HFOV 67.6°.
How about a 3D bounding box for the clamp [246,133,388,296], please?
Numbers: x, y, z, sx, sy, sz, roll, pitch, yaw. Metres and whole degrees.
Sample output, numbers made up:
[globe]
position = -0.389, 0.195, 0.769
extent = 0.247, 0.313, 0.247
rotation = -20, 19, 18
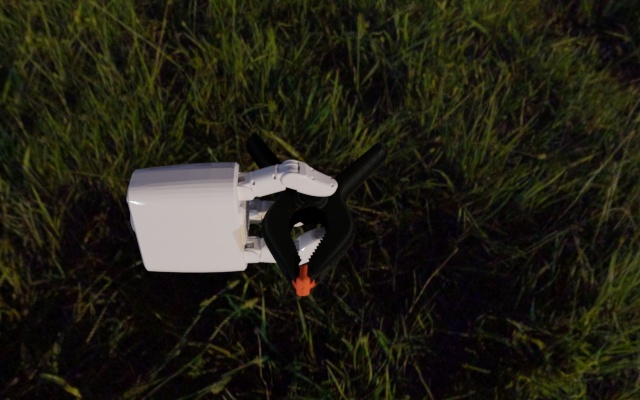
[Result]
[clamp]
position = 0.000, 0.002, 0.504
extent = 0.164, 0.209, 0.036
rotation = -2, -41, -2
